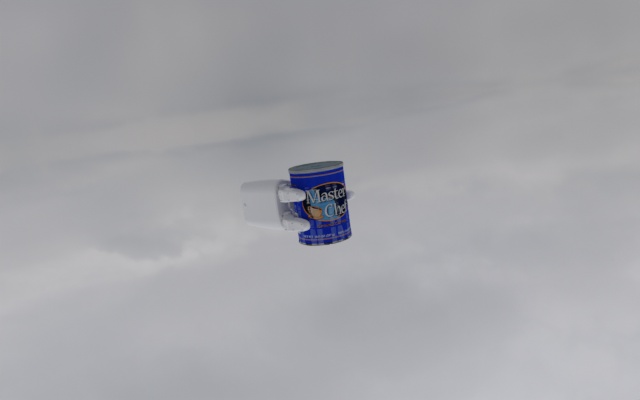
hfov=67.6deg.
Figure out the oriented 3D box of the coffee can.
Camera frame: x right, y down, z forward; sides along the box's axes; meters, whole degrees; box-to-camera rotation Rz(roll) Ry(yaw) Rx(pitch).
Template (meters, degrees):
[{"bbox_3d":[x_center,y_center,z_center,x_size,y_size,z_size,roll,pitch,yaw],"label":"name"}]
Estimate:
[{"bbox_3d":[0.000,0.003,0.891,0.103,0.140,0.103,-7,11,1],"label":"coffee can"}]
